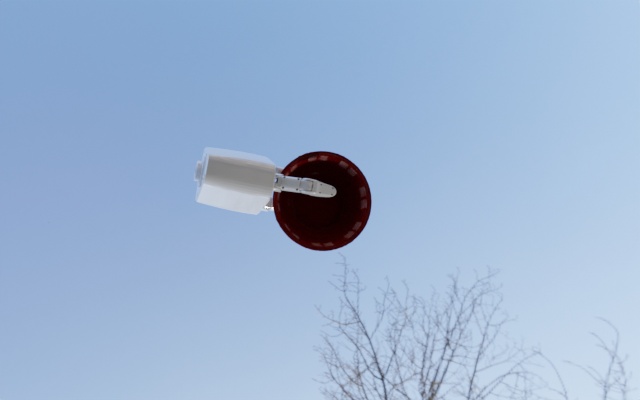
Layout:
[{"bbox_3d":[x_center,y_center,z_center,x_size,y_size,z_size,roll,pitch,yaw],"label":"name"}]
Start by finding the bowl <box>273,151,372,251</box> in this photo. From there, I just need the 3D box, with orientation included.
[{"bbox_3d":[0.001,0.003,0.788,0.162,0.162,0.055,0,-6,-9],"label":"bowl"}]
